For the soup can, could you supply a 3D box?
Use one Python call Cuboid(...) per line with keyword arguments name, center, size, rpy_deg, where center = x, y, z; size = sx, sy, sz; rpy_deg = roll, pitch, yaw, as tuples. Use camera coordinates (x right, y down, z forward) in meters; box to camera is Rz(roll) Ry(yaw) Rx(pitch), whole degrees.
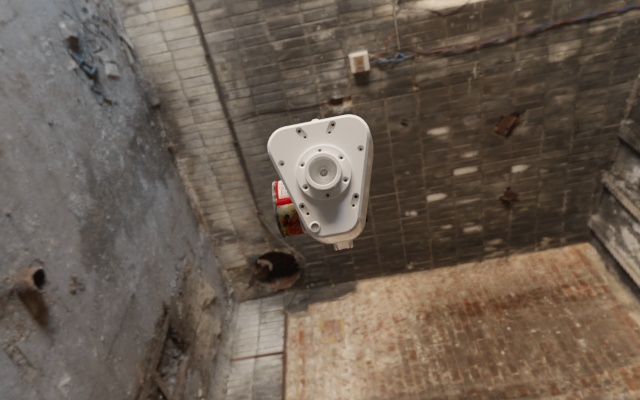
Cuboid(name="soup can", center=(0.000, 0.002, 0.564), size=(0.102, 0.068, 0.068), rpy_deg=(-10, -1, 4))
